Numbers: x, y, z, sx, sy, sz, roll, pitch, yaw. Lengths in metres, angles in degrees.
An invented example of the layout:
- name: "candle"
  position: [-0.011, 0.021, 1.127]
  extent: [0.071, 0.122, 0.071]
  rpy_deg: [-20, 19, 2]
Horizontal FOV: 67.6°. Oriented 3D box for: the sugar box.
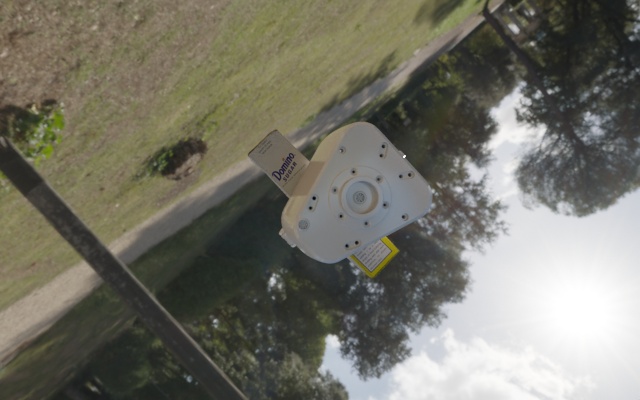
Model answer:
- name: "sugar box"
  position: [0.001, 0.001, 0.513]
  extent: [0.048, 0.176, 0.093]
  rpy_deg: [-43, 6, -3]
